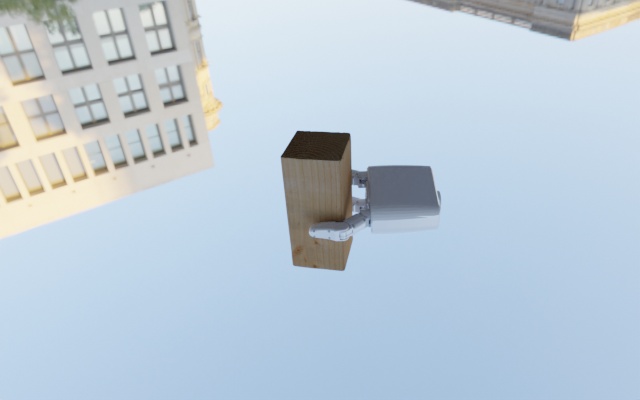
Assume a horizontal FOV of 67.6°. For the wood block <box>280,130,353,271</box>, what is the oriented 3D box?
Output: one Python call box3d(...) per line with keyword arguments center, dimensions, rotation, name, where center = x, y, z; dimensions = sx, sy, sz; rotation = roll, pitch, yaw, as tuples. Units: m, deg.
box3d(center=(0.000, 0.003, 0.760), dimensions=(0.090, 0.206, 0.090), rotation=(5, 34, 12), name="wood block")
